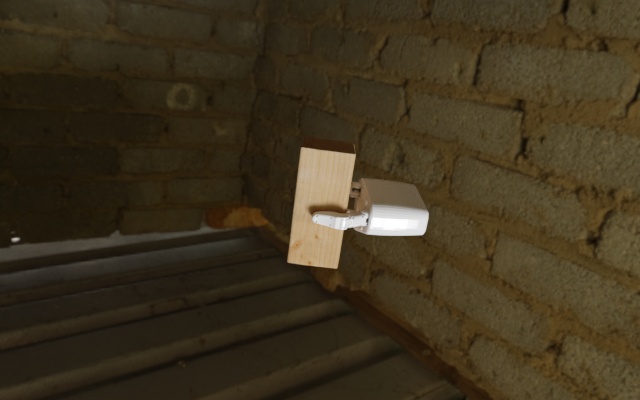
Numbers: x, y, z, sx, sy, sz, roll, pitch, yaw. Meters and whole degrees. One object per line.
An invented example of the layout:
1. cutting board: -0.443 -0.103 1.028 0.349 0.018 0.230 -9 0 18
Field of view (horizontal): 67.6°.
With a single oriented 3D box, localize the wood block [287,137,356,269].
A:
1. wood block: 0.001 0.003 0.833 0.090 0.206 0.090 7 18 -1
